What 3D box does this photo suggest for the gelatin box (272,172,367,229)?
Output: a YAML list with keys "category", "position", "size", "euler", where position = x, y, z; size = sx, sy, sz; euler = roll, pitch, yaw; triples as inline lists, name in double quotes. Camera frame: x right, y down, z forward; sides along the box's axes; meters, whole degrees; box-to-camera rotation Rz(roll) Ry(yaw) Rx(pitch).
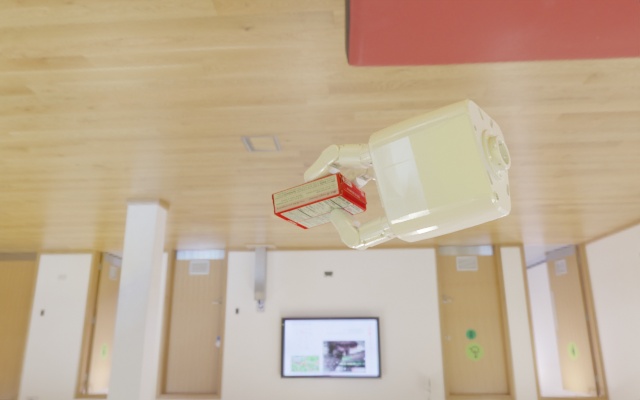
- category: "gelatin box"
  position: [0.000, 0.002, 0.557]
  size: [0.089, 0.030, 0.073]
  euler: [-18, -23, 22]
